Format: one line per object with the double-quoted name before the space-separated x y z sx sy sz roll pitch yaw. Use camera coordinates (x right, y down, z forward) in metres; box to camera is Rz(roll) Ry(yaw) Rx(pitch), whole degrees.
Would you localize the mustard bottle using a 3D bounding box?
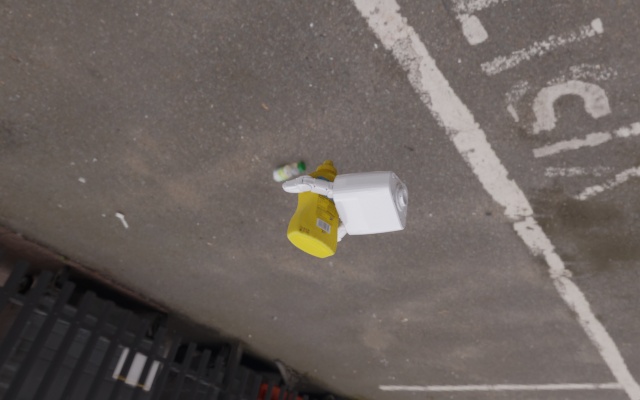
"mustard bottle" 0.000 0.003 0.893 0.096 0.191 0.058 33 -37 -29
